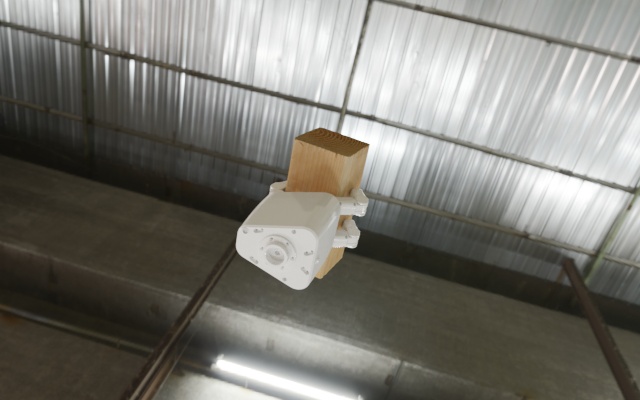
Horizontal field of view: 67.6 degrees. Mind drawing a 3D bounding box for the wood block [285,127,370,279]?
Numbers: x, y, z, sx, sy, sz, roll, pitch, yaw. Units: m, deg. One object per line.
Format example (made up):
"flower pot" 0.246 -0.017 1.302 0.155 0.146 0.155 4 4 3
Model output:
"wood block" 0.000 0.003 0.747 0.091 0.206 0.090 22 27 19
